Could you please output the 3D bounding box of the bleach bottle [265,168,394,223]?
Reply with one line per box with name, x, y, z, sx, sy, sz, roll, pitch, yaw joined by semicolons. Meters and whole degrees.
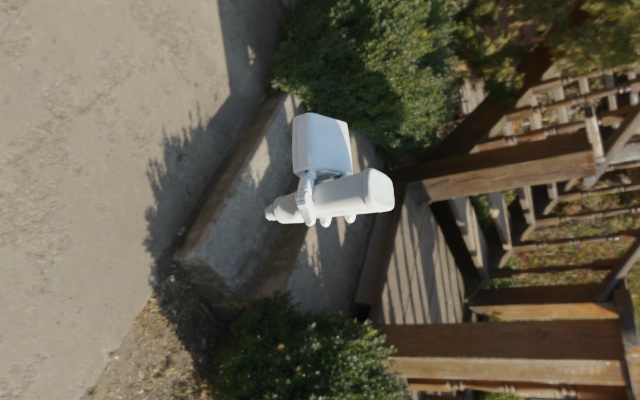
bleach bottle;0.000;0.003;0.867;0.251;0.068;0.102;-11;-15;30
